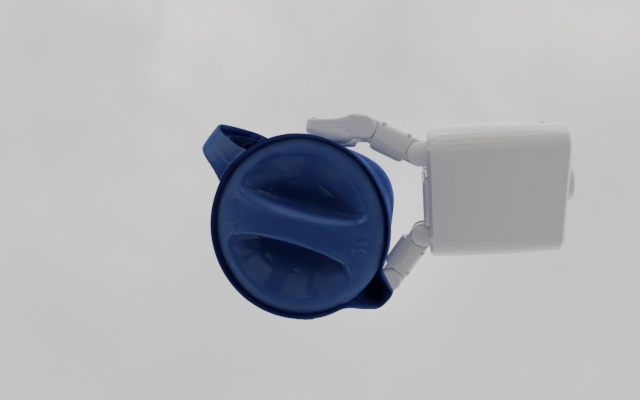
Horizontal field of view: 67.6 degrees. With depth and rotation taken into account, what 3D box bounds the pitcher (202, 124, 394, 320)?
[{"bbox_3d":[0.000,0.002,0.448,0.145,0.149,0.243,-4,4,13],"label":"pitcher"}]
